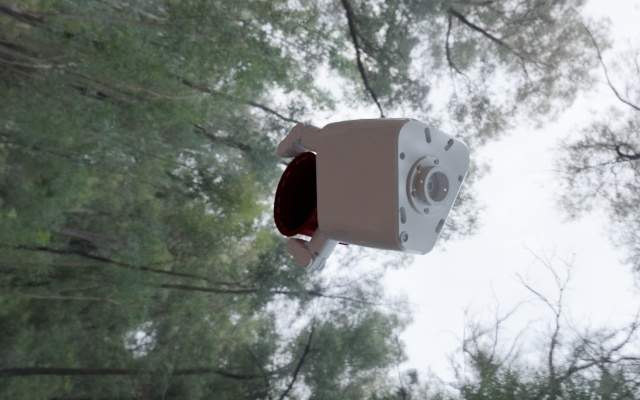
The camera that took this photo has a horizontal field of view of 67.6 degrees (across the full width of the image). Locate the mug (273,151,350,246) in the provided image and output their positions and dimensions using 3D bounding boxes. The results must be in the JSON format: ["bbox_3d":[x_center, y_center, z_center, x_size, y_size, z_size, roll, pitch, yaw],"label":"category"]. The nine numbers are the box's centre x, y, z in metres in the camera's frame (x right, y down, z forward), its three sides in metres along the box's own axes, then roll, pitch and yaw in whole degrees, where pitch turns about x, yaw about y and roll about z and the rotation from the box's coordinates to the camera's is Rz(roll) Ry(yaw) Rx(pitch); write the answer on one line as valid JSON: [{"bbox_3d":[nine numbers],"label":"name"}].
[{"bbox_3d":[-0.001,0.002,0.536,0.081,0.093,0.117,18,-5,-33],"label":"mug"}]
